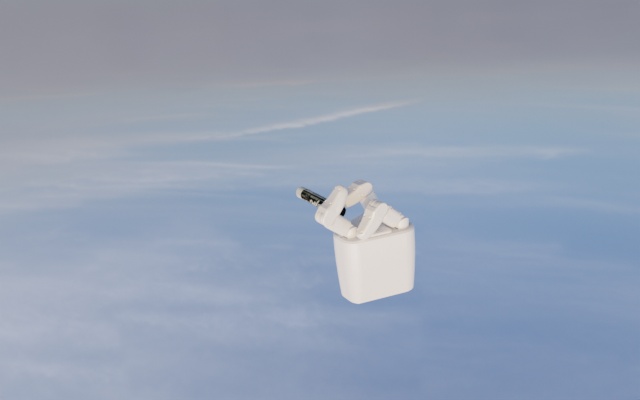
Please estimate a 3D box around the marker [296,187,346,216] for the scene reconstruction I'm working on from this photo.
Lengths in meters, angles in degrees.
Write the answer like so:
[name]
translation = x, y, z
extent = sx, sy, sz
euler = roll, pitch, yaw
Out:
[marker]
translation = 0.000, 0.002, 0.719
extent = 0.020, 0.020, 0.121
euler = 0, 15, -33
